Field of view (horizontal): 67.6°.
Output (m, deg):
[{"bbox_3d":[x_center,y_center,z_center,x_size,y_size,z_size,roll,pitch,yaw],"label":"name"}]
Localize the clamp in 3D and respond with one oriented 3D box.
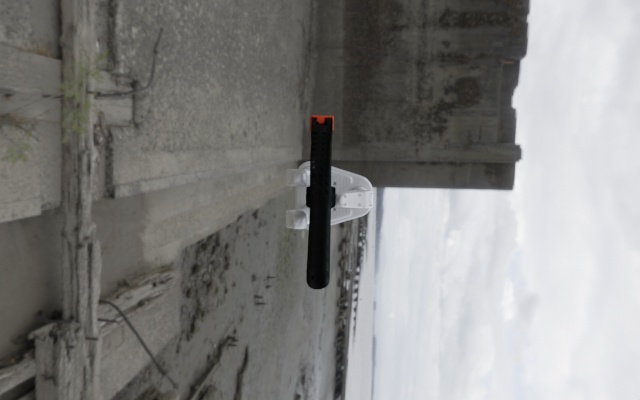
[{"bbox_3d":[0.001,0.001,0.573,0.036,0.210,0.164,1,4,0],"label":"clamp"}]
